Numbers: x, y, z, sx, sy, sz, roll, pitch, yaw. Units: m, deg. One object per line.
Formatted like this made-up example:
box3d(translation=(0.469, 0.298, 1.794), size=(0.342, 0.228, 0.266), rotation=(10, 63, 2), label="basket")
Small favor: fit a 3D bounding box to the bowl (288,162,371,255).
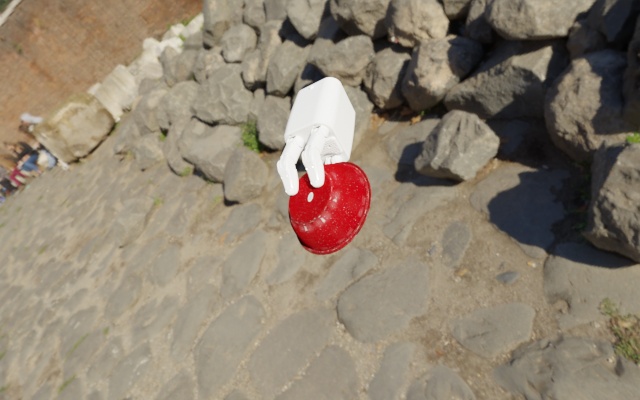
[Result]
box3d(translation=(0.000, 0.003, 0.759), size=(0.162, 0.162, 0.055), rotation=(0, -20, 44), label="bowl")
